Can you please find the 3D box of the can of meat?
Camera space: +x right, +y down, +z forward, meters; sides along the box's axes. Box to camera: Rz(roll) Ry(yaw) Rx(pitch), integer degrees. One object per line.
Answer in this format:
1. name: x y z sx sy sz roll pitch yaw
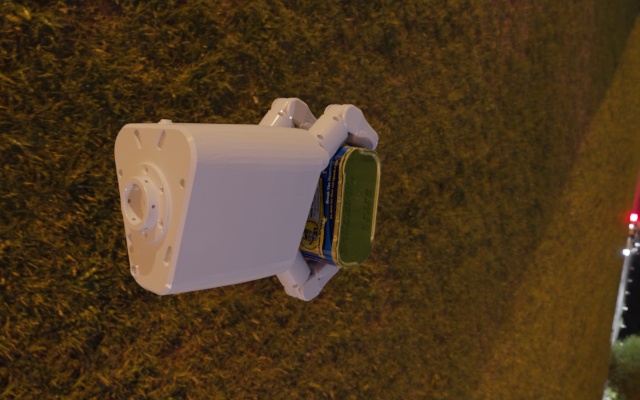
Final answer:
1. can of meat: 0.000 0.001 0.403 0.084 0.102 0.057 10 8 40
